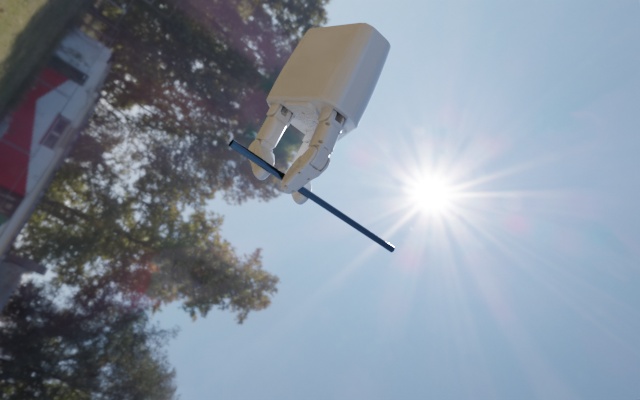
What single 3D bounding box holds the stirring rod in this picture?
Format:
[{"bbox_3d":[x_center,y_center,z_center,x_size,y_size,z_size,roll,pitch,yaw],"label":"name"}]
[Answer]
[{"bbox_3d":[0.000,0.002,0.527,0.239,0.011,0.011,34,-18,-29],"label":"stirring rod"}]
